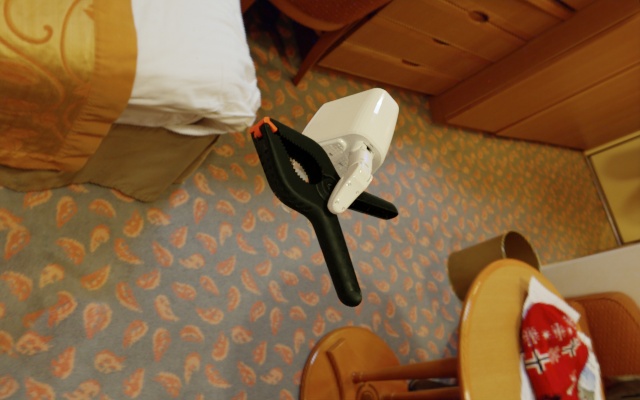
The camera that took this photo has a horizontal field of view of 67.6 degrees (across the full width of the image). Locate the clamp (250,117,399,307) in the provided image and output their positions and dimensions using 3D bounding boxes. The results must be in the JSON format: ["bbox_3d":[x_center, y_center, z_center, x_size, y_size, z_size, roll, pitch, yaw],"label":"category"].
[{"bbox_3d":[0.000,0.001,0.516,0.036,0.210,0.164,-30,25,39],"label":"clamp"}]
